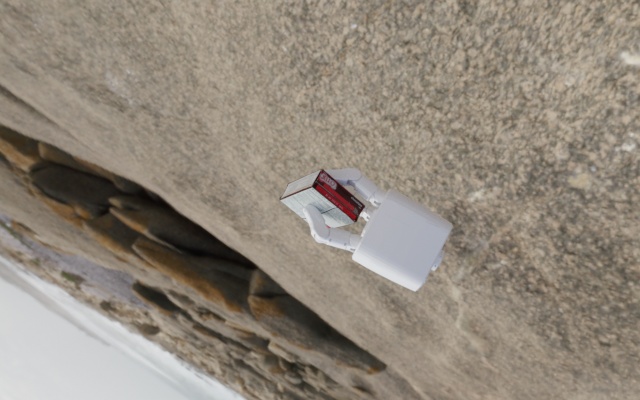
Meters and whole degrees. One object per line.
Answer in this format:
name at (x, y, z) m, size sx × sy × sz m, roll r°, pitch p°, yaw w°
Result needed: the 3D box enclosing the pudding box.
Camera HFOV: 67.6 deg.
pudding box at (0.000, 0.003, 0.729) m, size 0.090 × 0.039 × 0.113 m, roll 40°, pitch -29°, yaw -18°
